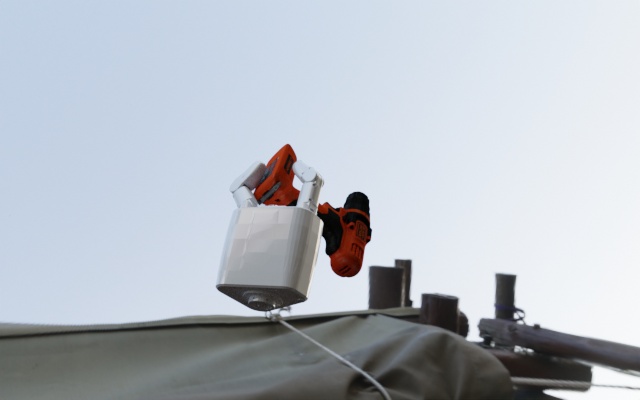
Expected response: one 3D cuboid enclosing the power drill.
[{"bbox_3d":[0.000,0.002,0.708,0.057,0.188,0.184,-42,18,30],"label":"power drill"}]
